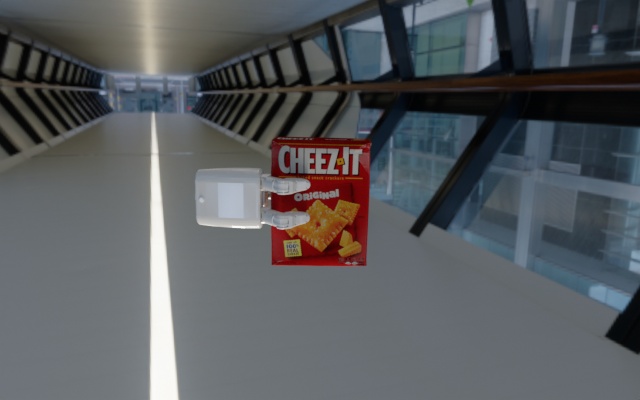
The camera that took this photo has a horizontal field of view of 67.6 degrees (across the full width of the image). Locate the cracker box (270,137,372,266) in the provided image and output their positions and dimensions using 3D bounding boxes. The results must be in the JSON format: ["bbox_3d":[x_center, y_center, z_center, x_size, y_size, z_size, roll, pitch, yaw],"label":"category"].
[{"bbox_3d":[0.000,0.003,0.808,0.164,0.214,0.072,1,11,1],"label":"cracker box"}]
